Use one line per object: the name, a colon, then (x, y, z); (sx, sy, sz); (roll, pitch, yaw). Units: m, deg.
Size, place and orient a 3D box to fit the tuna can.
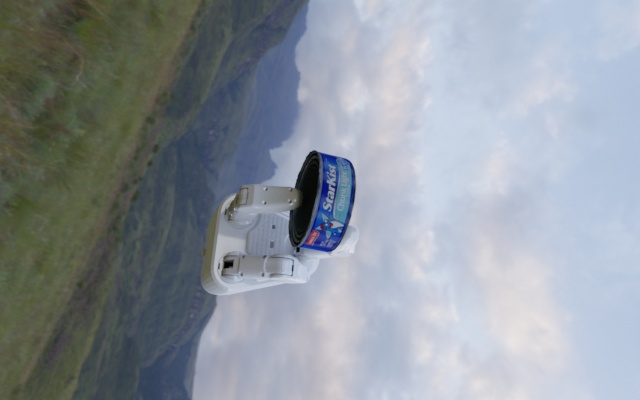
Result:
tuna can: (0.001, 0.001, 0.417); (0.034, 0.086, 0.086); (12, -3, -16)
